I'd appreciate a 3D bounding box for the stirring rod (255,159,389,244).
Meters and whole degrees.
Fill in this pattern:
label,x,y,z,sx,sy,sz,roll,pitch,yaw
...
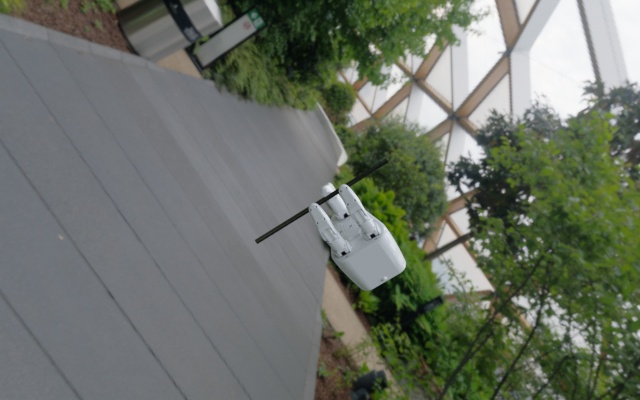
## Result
label,x,y,z,sx,sy,sz,roll,pitch,yaw
stirring rod,0.000,0.002,0.739,0.239,0.011,0.011,-32,-4,7
